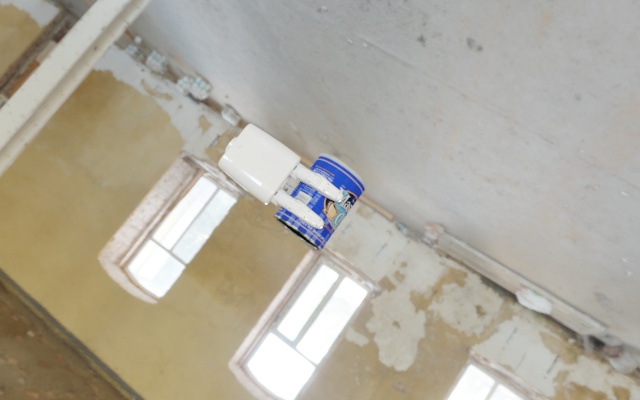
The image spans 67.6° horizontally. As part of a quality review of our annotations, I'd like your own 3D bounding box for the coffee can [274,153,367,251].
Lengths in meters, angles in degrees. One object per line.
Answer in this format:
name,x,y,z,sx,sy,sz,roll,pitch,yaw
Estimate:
coffee can,0.000,0.003,0.837,0.103,0.140,0.103,35,-10,7
